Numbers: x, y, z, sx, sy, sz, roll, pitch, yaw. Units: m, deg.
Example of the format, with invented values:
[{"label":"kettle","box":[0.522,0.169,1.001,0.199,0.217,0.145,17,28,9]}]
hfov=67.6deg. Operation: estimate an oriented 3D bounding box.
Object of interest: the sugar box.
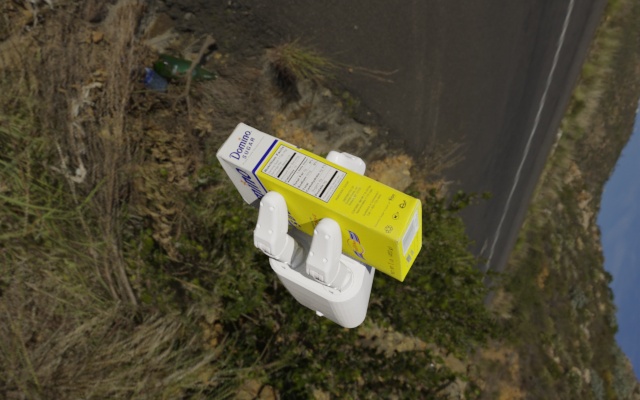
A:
[{"label":"sugar box","box":[0.000,0.002,0.418,0.176,0.048,0.093,22,-22,22]}]
